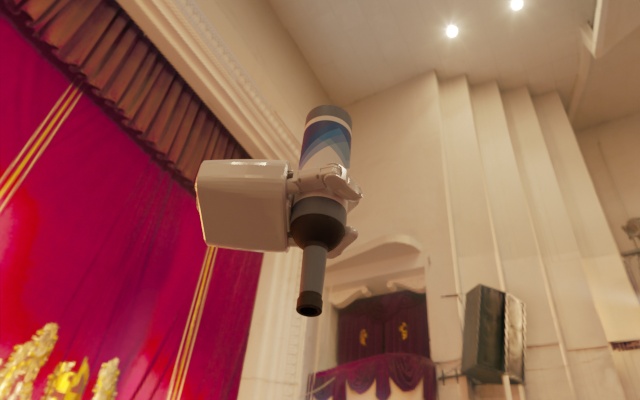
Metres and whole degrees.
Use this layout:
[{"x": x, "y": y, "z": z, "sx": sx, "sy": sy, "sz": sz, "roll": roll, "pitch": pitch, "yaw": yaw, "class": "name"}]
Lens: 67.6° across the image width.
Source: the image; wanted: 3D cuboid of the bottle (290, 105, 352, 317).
[{"x": 0.000, "y": 0.002, "z": 0.586, "sx": 0.069, "sy": 0.295, "sz": 0.069, "roll": 4, "pitch": -40, "yaw": 3, "class": "bottle"}]
